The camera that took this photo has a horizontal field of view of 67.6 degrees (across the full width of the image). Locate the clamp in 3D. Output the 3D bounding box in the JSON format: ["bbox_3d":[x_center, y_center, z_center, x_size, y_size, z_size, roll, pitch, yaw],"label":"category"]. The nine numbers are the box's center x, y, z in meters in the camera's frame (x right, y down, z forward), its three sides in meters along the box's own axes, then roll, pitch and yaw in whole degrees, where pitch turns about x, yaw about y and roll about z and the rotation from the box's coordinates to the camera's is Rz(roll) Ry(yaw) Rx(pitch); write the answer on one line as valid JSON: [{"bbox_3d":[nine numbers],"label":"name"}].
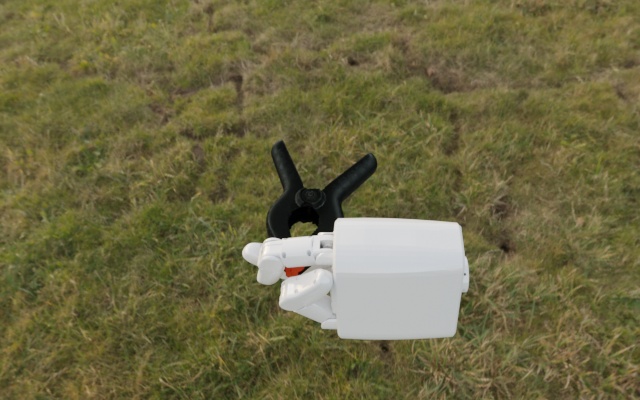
[{"bbox_3d":[0.000,0.001,0.498,0.120,0.171,0.039,-1,-37,6],"label":"clamp"}]
